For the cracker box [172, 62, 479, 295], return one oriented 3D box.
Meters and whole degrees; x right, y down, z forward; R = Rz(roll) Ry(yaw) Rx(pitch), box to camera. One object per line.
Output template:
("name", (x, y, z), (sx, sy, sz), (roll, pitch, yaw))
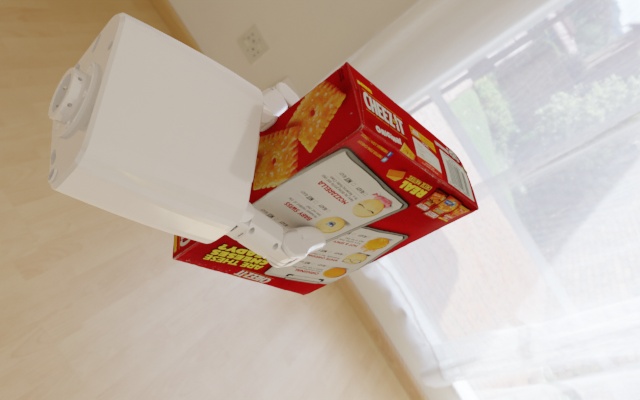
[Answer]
("cracker box", (0.000, 0.001, 0.421), (0.214, 0.072, 0.164), (-32, -40, 32))
